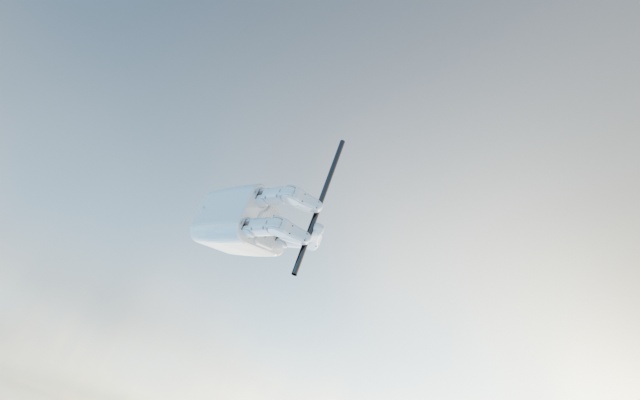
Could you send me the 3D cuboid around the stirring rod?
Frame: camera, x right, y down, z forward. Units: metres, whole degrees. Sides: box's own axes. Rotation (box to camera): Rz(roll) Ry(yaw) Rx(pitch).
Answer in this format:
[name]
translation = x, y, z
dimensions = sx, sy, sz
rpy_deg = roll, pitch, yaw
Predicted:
[stirring rod]
translation = 0.000, 0.002, 0.697
dimensions = 0.011, 0.239, 0.011
rpy_deg = 14, -32, 9
